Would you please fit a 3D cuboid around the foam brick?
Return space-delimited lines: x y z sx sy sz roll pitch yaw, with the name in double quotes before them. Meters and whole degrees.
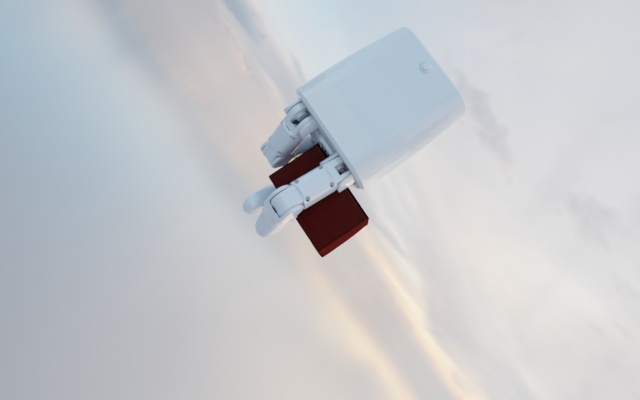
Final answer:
"foam brick" 0.000 0.002 0.409 0.051 0.078 0.053 -33 -10 -2
